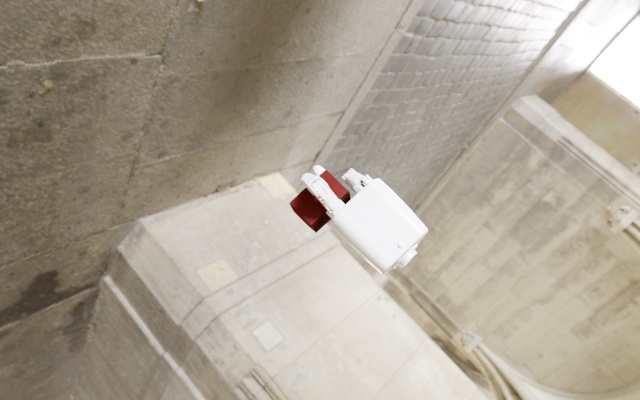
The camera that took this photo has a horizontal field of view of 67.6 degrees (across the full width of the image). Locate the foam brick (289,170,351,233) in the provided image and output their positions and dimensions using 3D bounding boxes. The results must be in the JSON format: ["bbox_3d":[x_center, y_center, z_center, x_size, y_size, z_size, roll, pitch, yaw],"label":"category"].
[{"bbox_3d":[0.000,0.003,0.723,0.078,0.051,0.053,-43,-14,-5],"label":"foam brick"}]
